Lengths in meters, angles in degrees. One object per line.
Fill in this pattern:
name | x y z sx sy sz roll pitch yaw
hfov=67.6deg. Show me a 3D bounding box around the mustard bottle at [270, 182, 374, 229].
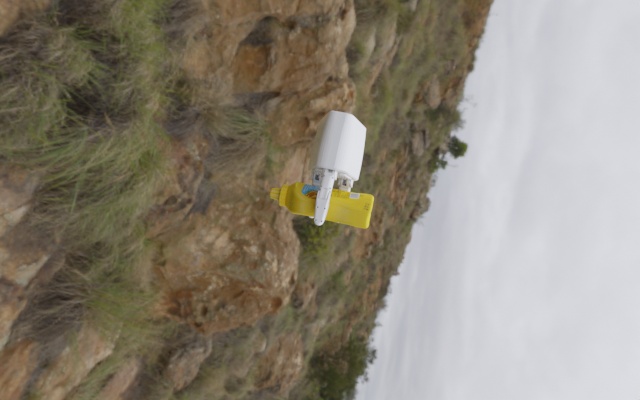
mustard bottle | 0.000 0.003 0.889 0.191 0.058 0.096 11 20 6
